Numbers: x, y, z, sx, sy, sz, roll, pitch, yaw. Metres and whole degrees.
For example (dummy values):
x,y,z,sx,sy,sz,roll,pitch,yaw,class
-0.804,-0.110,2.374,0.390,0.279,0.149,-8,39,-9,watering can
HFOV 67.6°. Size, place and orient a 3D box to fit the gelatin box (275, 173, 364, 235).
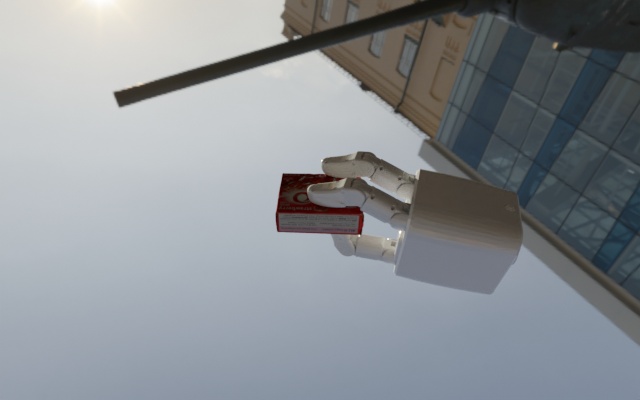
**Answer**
x,y,z,sx,sy,sz,roll,pitch,yaw,class
0.000,0.002,0.505,0.089,0.030,0.073,1,36,1,gelatin box
